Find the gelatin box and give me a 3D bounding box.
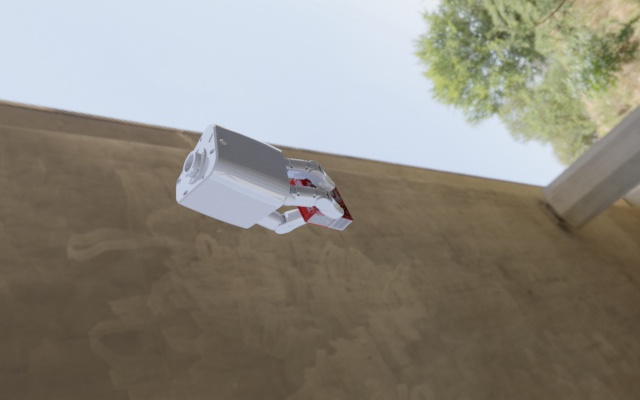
[{"bbox_3d":[0.000,0.003,0.707,0.030,0.073,0.089,-43,-36,25],"label":"gelatin box"}]
